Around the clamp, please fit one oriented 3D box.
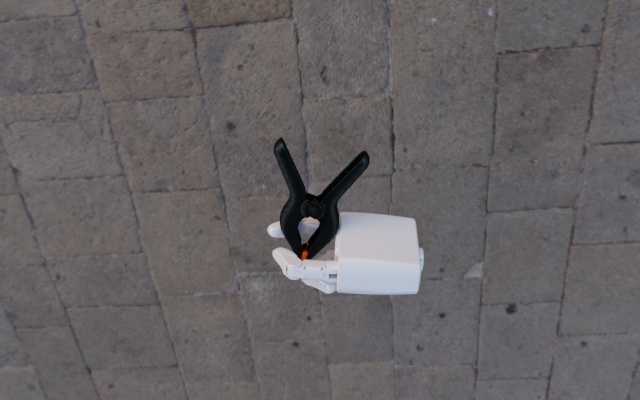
[{"bbox_3d":[0.000,0.002,0.622,0.120,0.171,0.039,3,26,2],"label":"clamp"}]
